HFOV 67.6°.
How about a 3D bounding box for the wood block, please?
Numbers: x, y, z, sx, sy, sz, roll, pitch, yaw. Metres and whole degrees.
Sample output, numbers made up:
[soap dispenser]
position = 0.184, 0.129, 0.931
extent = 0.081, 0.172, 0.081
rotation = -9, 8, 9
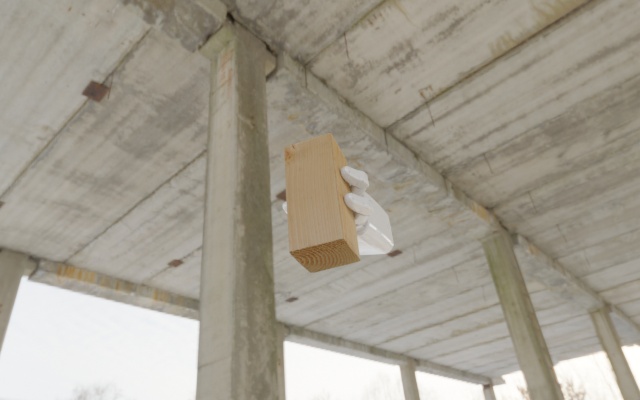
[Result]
[wood block]
position = 0.000, 0.003, 0.799
extent = 0.091, 0.206, 0.090
rotation = -17, -35, 16
